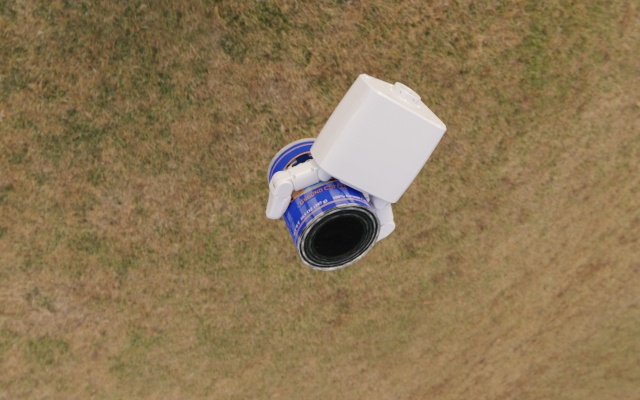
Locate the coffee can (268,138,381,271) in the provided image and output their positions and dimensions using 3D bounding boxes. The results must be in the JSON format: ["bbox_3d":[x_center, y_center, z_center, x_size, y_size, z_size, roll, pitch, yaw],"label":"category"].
[{"bbox_3d":[0.000,0.002,0.597,0.103,0.103,0.140,0,38,-24],"label":"coffee can"}]
